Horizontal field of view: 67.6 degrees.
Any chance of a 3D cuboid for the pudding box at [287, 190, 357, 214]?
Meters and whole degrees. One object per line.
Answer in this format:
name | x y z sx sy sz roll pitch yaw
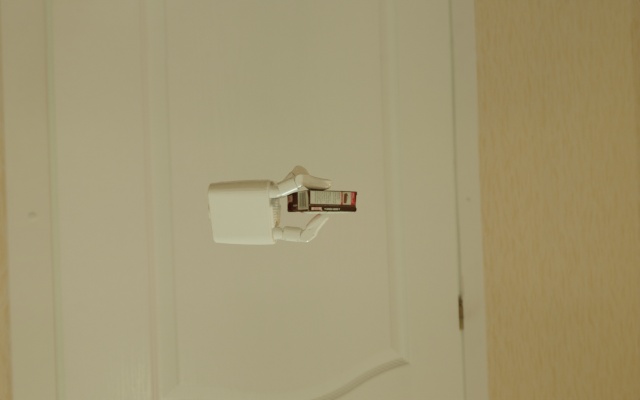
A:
pudding box | 0.000 0.003 0.826 0.090 0.039 0.113 0 0 -21
